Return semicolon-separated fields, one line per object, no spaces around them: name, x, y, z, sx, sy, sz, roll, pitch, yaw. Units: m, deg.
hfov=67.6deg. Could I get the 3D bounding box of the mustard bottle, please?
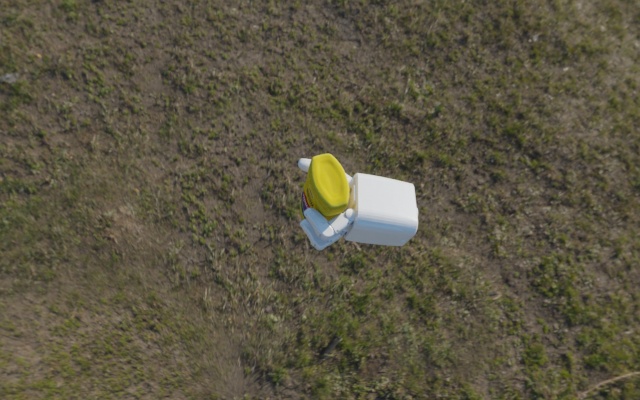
mustard bottle;0.000;0.003;0.831;0.058;0.096;0.192;-15;-19;-16
